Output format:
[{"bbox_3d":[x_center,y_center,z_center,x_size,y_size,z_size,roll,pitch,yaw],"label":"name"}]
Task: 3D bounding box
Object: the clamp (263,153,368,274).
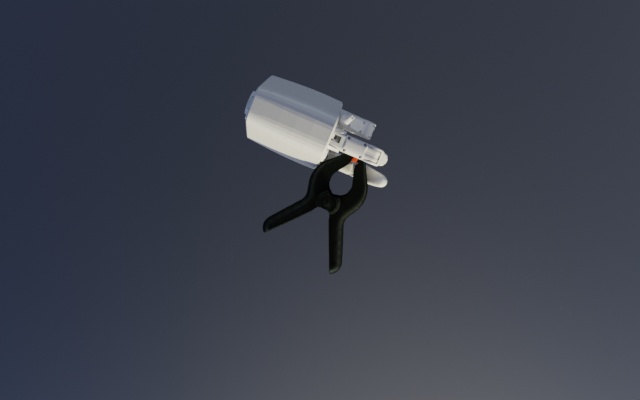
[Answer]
[{"bbox_3d":[0.000,0.002,0.640,0.120,0.171,0.039,23,7,-4],"label":"clamp"}]
